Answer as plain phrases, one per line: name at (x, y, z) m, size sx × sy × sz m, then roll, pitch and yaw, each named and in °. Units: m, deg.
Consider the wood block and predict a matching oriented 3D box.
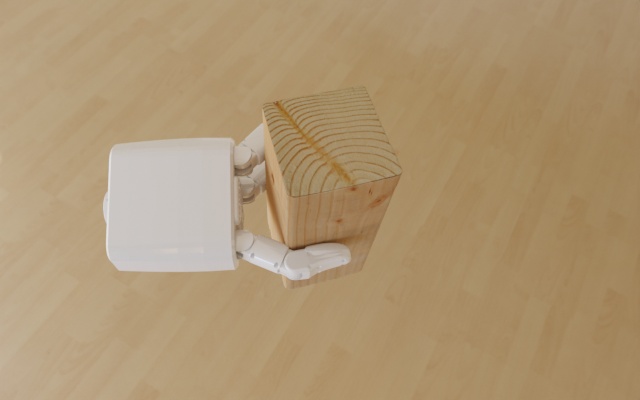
wood block at (0.000, 0.002, 0.454) m, size 0.090 × 0.090 × 0.206 m, roll -12°, pitch -27°, yaw -11°
